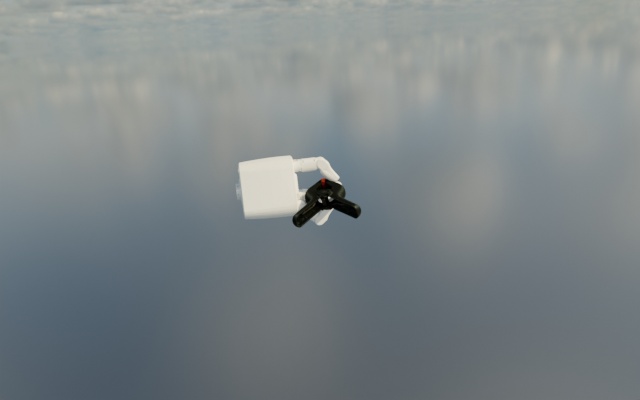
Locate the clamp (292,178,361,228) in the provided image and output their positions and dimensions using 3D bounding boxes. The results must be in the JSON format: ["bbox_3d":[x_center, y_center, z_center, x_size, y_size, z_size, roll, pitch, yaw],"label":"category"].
[{"bbox_3d":[0.000,0.002,0.893,0.120,0.039,0.171,-7,20,-7],"label":"clamp"}]
